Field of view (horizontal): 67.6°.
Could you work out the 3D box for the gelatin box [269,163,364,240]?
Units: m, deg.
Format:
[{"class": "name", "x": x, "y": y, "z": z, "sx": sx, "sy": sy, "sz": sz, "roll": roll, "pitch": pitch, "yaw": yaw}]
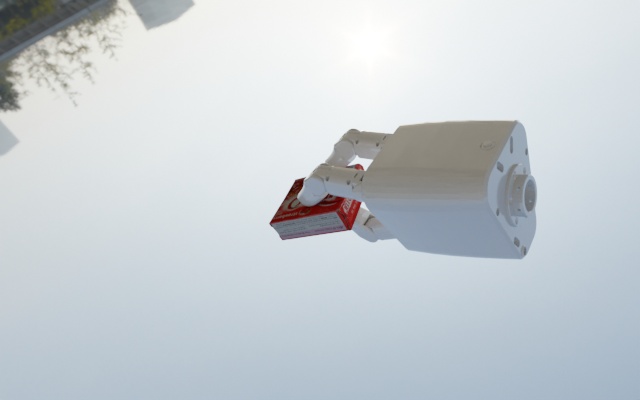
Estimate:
[{"class": "gelatin box", "x": 0.000, "y": 0.002, "z": 0.494, "sx": 0.089, "sy": 0.030, "sz": 0.073, "roll": -12, "pitch": 35, "yaw": 35}]
